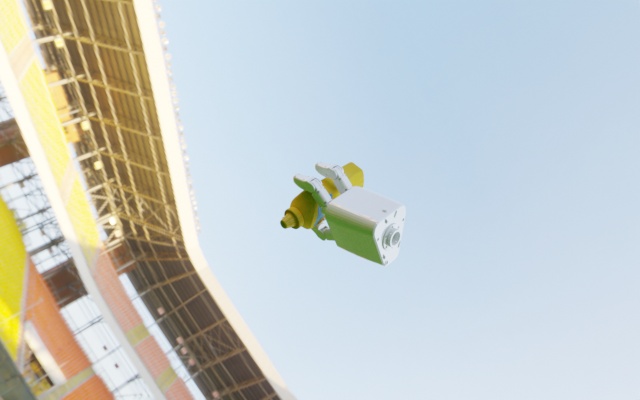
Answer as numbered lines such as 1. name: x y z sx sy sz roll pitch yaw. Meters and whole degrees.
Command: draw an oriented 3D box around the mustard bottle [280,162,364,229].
1. mustard bottle: 0.000 0.003 0.900 0.058 0.096 0.191 41 51 22
